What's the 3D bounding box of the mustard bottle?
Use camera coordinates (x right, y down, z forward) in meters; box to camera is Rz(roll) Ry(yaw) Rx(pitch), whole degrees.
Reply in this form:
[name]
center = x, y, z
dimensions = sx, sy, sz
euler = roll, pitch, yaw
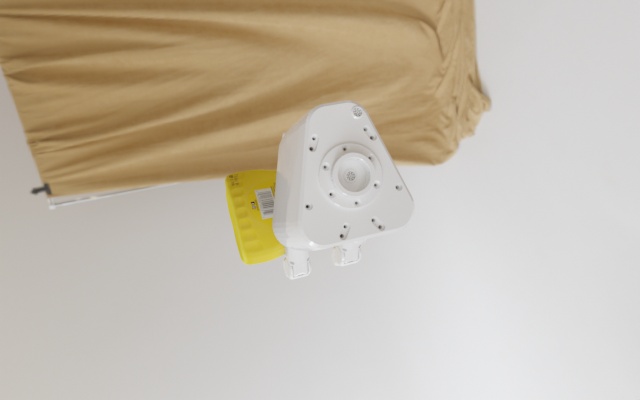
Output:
[mustard bottle]
center = 0.000, 0.002, 0.514
dimensions = 0.191, 0.096, 0.058
euler = -12, -25, -14
